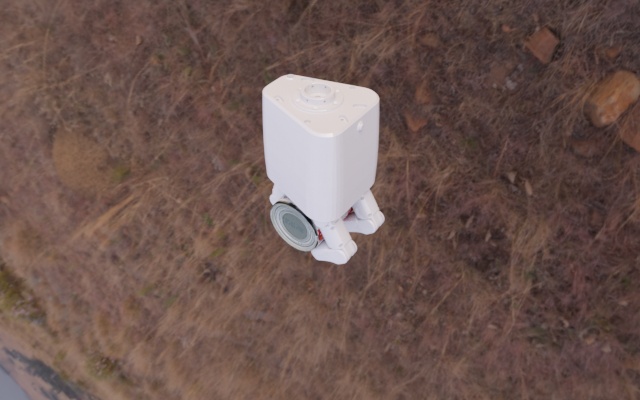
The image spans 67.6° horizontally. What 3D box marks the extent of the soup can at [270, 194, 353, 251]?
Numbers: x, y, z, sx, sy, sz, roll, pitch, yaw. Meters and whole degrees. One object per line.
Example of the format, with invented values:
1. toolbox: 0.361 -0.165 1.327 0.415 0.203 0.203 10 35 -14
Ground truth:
1. soup can: 0.000 0.002 0.547 0.068 0.068 0.102 0 34 46
